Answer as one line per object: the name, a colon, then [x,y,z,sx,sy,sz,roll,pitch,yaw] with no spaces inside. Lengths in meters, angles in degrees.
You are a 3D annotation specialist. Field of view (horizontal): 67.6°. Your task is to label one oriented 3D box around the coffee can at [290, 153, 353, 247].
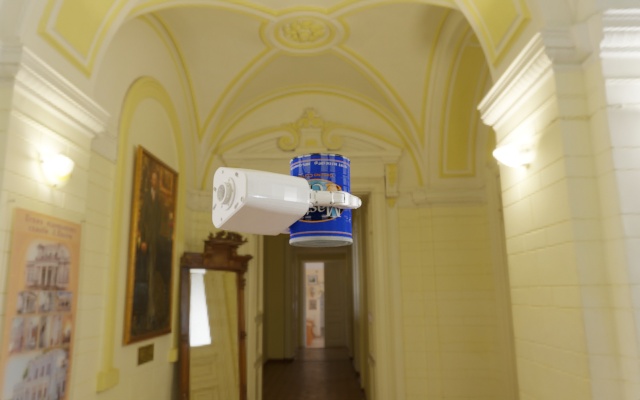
coffee can: [0.000,0.003,0.792,0.103,0.140,0.103,-1,-11,0]
